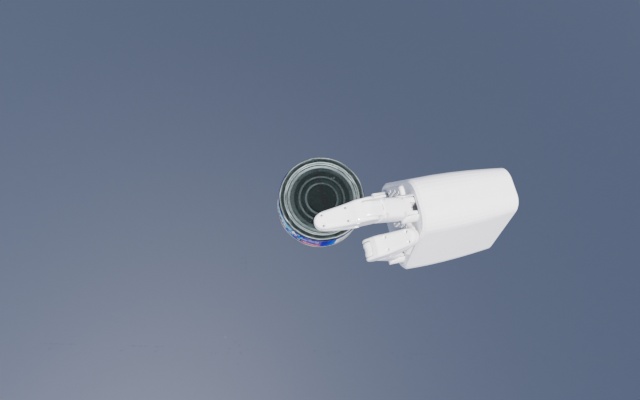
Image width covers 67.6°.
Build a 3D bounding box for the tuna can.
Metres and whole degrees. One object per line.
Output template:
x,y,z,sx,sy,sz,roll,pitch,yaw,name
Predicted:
0.000,0.001,0.474,0.086,0.086,0.034,0,-15,-6,tuna can
